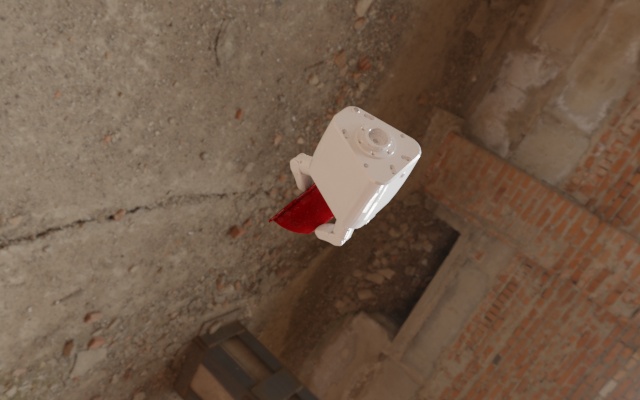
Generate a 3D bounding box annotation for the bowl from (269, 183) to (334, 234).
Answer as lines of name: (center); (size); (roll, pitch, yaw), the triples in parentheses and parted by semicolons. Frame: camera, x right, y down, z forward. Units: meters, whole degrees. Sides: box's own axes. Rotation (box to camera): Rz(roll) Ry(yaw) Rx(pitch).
bowl: (0.000, 0.003, 0.731); (0.162, 0.055, 0.162); (-38, 1, 1)
